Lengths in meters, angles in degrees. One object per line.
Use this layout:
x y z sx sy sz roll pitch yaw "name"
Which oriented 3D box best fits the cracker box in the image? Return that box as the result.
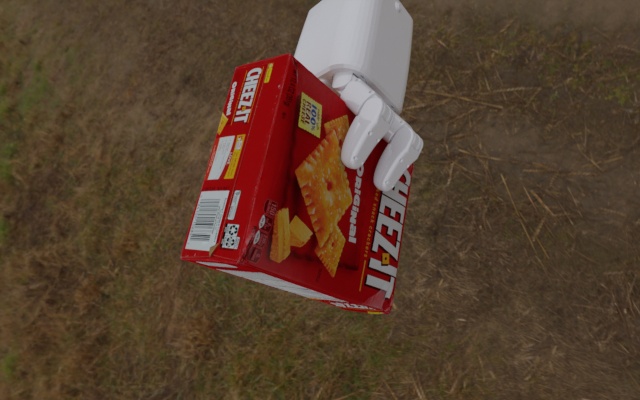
0.000 0.001 0.426 0.072 0.164 0.214 0 -20 39 "cracker box"
